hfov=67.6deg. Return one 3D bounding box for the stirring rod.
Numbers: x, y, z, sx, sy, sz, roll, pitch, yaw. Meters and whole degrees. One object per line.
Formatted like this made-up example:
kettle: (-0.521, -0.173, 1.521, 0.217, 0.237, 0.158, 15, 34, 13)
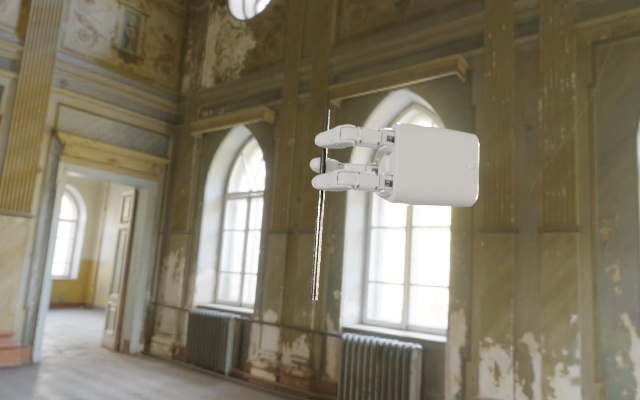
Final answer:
stirring rod: (0.000, 0.002, 0.599, 0.011, 0.239, 0.011, 4, -9, 1)
